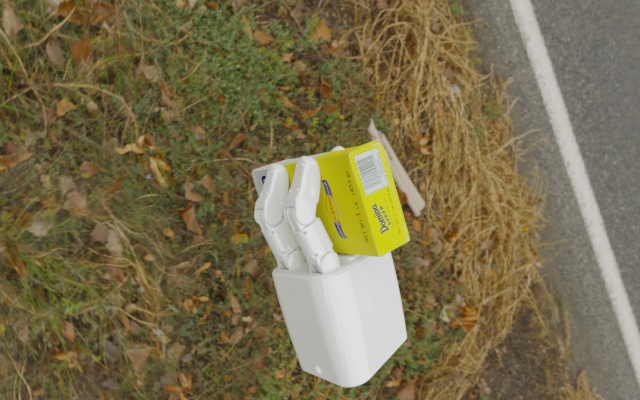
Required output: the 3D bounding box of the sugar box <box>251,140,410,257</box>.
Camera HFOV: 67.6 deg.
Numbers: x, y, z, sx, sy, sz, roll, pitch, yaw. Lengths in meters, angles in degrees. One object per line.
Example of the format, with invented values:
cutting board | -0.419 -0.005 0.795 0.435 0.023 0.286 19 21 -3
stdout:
sugar box | 0.000 0.002 0.465 0.048 0.093 0.176 -23 10 -35
